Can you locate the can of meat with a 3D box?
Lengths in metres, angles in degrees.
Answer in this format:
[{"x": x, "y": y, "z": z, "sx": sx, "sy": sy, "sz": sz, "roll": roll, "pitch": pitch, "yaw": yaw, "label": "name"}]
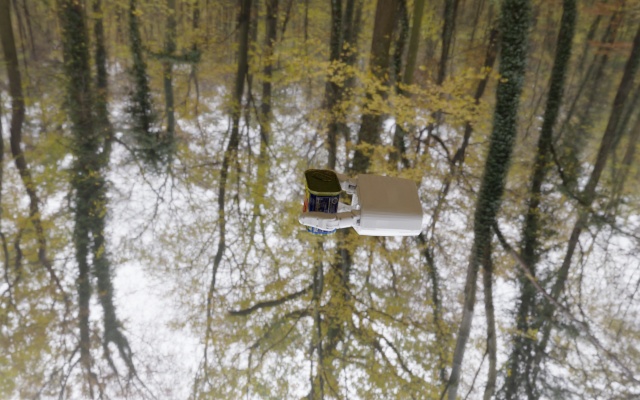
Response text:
[{"x": 0.000, "y": 0.003, "z": 0.830, "sx": 0.057, "sy": 0.084, "sz": 0.102, "roll": 1, "pitch": 25, "yaw": -8, "label": "can of meat"}]
